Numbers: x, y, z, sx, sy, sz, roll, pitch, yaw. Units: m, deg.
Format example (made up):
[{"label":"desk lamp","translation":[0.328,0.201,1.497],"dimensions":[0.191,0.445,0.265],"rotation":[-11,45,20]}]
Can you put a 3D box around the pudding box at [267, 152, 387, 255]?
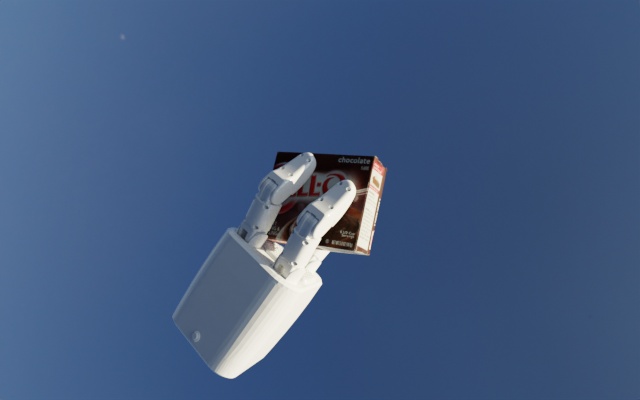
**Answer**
[{"label":"pudding box","translation":[0.000,0.002,0.462],"dimensions":[0.113,0.090,0.039],"rotation":[6,-13,28]}]
